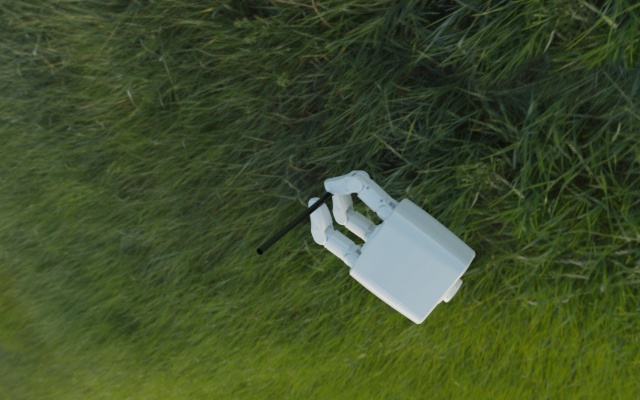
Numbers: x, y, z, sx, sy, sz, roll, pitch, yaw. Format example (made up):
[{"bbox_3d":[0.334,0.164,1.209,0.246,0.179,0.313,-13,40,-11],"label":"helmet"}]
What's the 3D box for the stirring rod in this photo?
[{"bbox_3d":[0.000,0.002,0.587,0.011,0.011,0.239,0,25,36],"label":"stirring rod"}]
